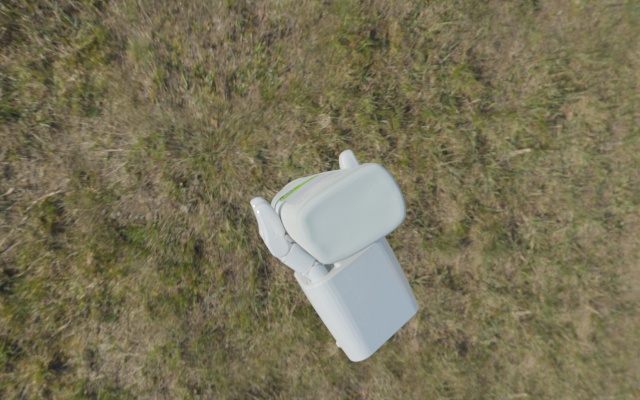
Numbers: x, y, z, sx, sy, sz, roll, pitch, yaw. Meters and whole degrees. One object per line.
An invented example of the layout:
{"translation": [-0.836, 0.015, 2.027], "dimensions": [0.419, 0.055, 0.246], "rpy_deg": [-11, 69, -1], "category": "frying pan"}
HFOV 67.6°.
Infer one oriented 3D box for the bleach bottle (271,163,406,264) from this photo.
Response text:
{"translation": [0.000, 0.002, 0.538], "dimensions": [0.102, 0.068, 0.251], "rpy_deg": [-31, 11, -8], "category": "bleach bottle"}
